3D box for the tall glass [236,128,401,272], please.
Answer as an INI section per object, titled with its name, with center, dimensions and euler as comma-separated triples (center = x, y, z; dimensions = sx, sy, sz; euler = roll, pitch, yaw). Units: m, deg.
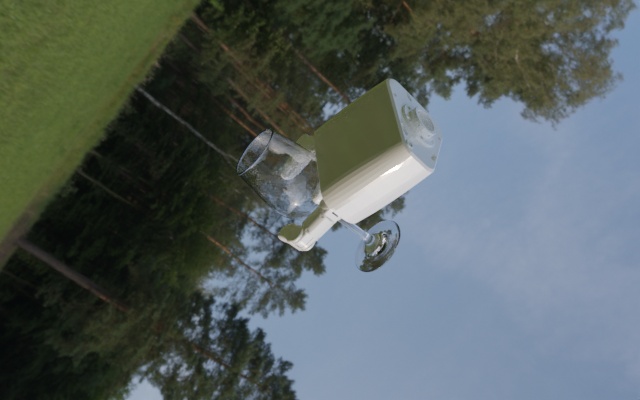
[tall glass]
center = 0.000, 0.002, 0.551
dimensions = 0.201, 0.079, 0.079
euler = 37, -18, -25
